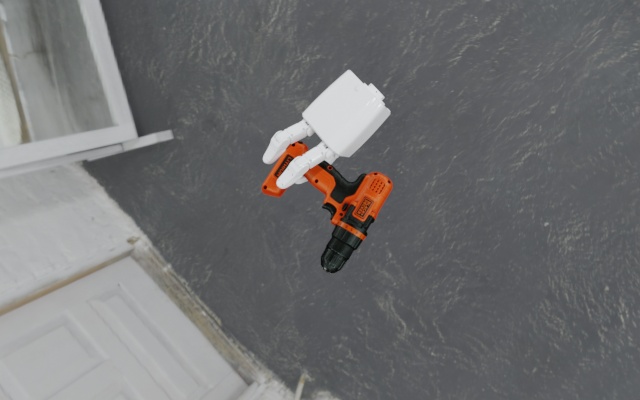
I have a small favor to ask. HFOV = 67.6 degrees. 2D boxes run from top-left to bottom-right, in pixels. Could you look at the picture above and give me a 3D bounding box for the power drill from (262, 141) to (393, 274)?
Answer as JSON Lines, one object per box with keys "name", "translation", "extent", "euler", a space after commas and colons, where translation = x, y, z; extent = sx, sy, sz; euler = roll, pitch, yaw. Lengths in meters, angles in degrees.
{"name": "power drill", "translation": [0.000, 0.002, 0.789], "extent": [0.187, 0.184, 0.057], "euler": [32, -7, 5]}
